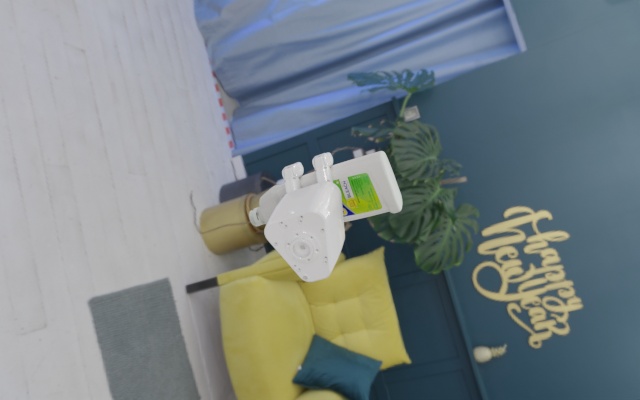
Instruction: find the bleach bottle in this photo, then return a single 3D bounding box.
[{"bbox_3d":[0.000,0.002,0.792,0.251,0.102,0.068,-18,17,18],"label":"bleach bottle"}]
